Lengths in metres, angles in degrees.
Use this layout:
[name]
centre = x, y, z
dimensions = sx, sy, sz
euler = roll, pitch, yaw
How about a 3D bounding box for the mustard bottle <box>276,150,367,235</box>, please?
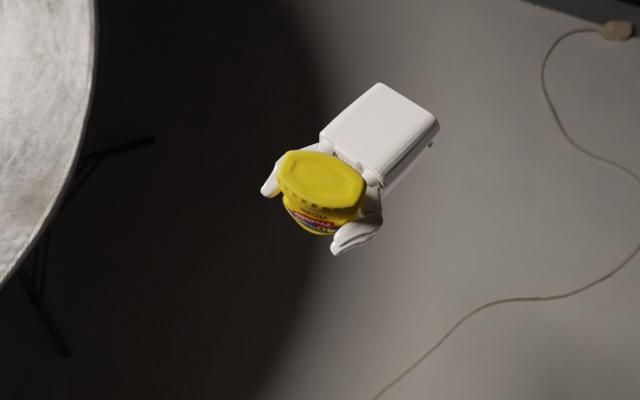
[mustard bottle]
centre = 0.000, 0.002, 0.584
dimensions = 0.096, 0.058, 0.192
euler = 20, -15, 5
